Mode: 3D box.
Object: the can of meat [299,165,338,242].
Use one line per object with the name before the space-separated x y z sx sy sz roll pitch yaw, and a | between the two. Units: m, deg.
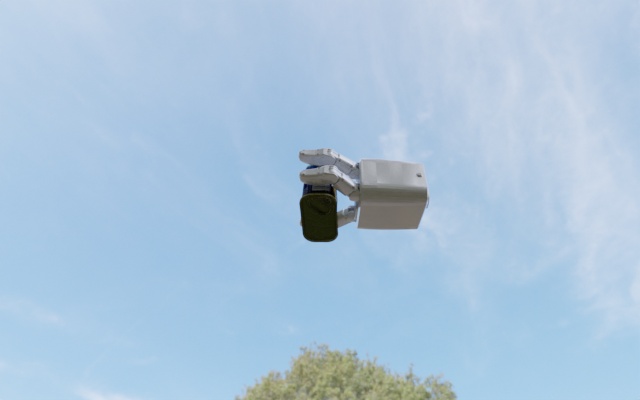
can of meat | 0.000 0.002 0.772 0.057 0.102 0.083 -1 41 4
